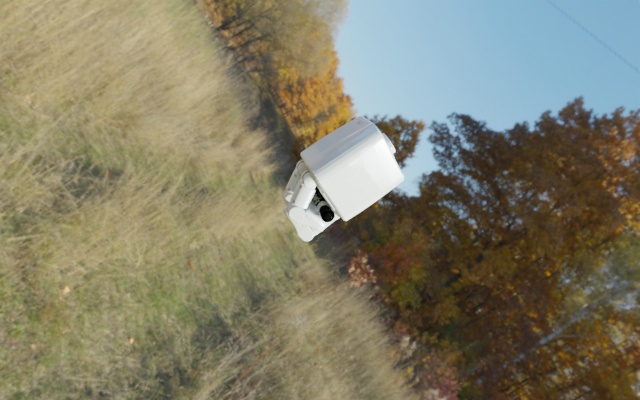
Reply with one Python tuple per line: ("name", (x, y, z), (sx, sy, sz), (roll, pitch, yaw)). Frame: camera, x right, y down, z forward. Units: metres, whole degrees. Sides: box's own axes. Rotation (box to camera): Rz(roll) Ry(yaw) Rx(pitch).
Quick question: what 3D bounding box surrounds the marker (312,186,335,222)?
("marker", (0.000, 0.002, 0.690), (0.020, 0.020, 0.121), (0, 20, -11))
